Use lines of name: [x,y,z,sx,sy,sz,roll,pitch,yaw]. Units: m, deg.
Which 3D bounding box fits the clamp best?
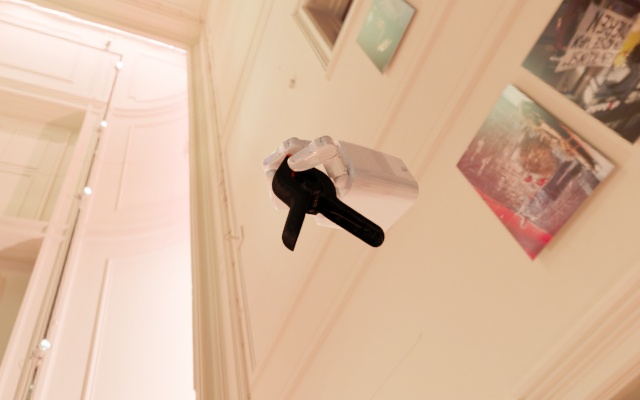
clamp: [0.000,0.002,0.559,0.120,0.039,0.171,11,33,-24]
